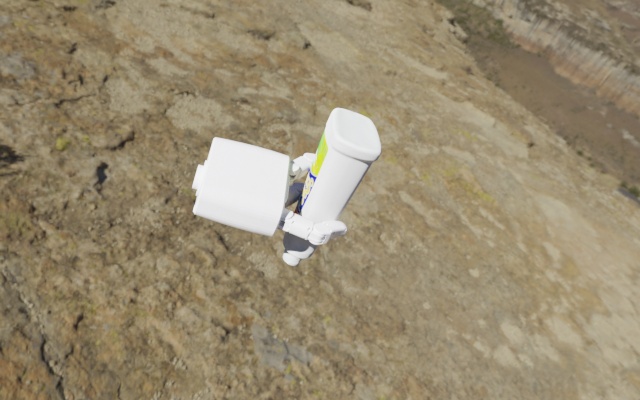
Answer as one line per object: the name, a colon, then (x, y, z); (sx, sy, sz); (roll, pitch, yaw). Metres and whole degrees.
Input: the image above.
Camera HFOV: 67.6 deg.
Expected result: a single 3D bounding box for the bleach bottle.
bleach bottle: (0.000, 0.002, 0.669); (0.068, 0.251, 0.102); (17, 35, -13)
